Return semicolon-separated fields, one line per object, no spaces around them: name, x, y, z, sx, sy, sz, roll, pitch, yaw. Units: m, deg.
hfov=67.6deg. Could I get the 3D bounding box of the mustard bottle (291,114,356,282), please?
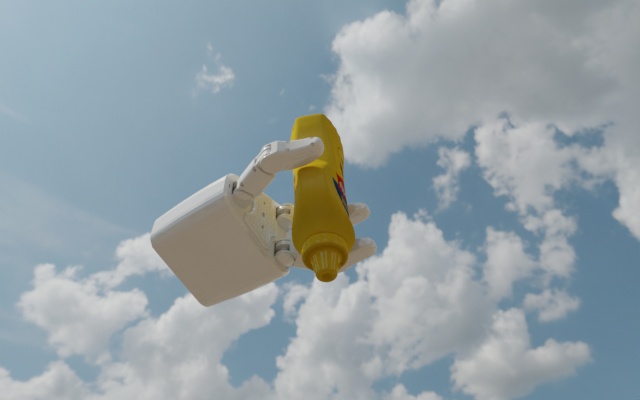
mustard bottle;0.000;0.001;0.473;0.058;0.096;0.191;-8;41;4
